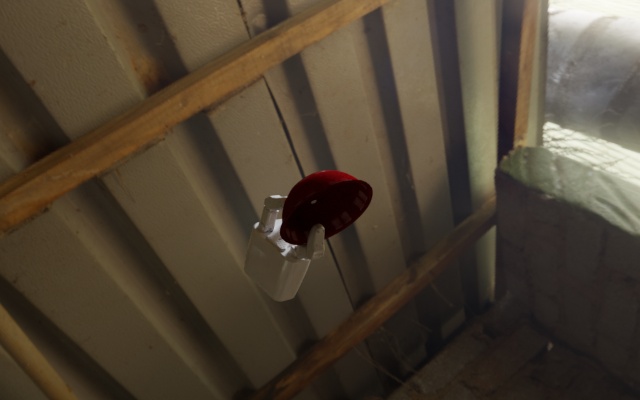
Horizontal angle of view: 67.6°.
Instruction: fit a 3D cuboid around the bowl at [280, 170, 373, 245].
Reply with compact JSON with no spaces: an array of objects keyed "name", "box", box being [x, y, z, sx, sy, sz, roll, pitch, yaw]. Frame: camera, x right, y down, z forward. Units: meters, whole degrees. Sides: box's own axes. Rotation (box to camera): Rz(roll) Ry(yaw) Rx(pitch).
[{"name":"bowl","box":[0.001,0.001,0.758,0.162,0.055,0.162,-22,-29,-13]}]
